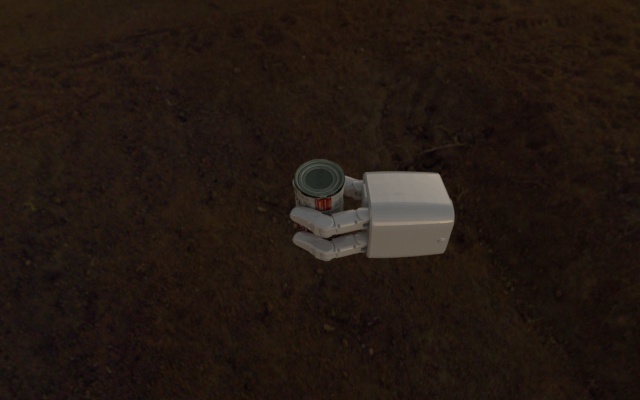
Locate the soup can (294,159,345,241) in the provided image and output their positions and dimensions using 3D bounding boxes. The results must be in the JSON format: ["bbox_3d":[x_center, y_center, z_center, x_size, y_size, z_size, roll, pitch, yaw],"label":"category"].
[{"bbox_3d":[0.000,0.002,0.647,0.068,0.068,0.102,0,-39,2],"label":"soup can"}]
